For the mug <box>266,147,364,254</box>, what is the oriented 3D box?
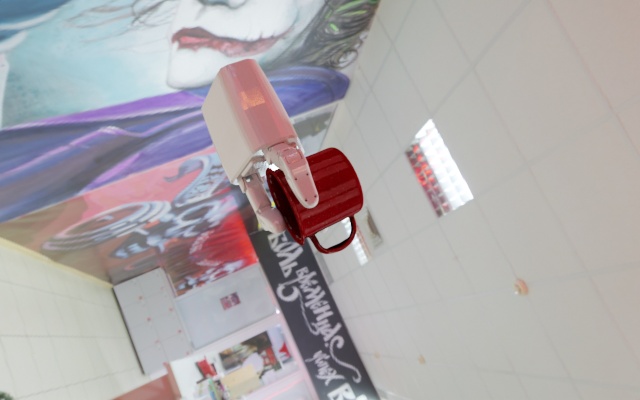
[{"bbox_3d":[0.001,0.003,0.532,0.081,0.117,0.093,-25,-6,-15],"label":"mug"}]
